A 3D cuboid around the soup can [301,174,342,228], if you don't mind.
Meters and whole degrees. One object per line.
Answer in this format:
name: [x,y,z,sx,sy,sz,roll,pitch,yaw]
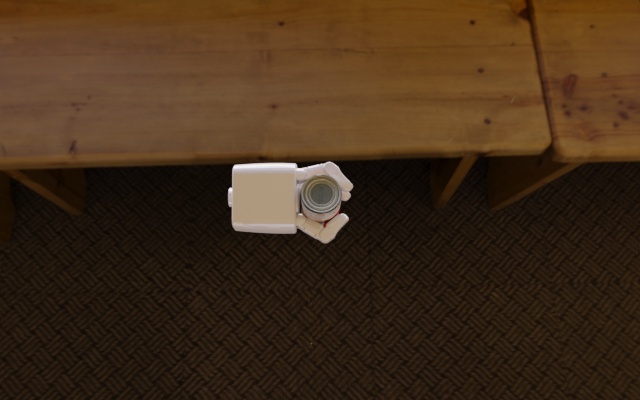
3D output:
soup can: [0.001,0.003,0.801,0.068,0.068,0.102,0,-17,-1]
